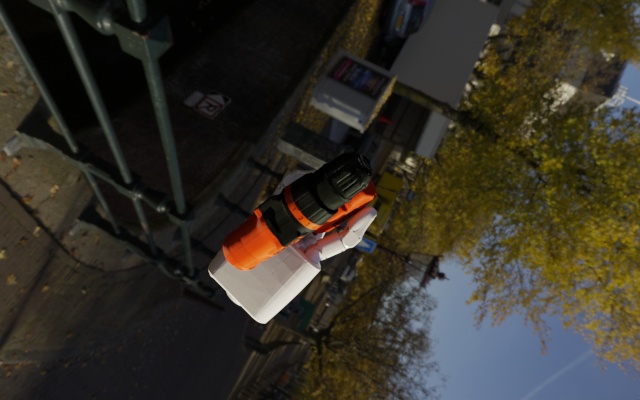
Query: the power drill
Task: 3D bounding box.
[{"bbox_3d":[0.000,0.002,0.539,0.184,0.057,0.187,-33,-7,24],"label":"power drill"}]
